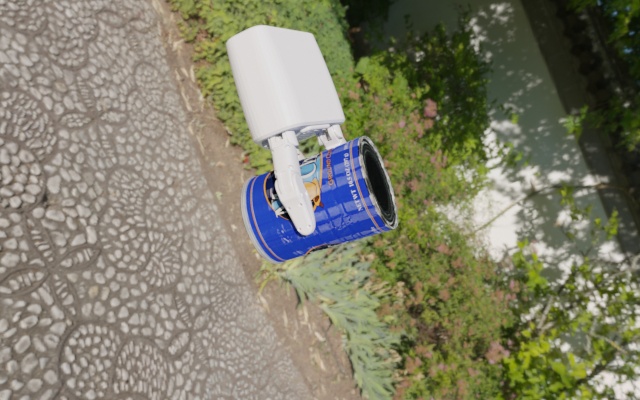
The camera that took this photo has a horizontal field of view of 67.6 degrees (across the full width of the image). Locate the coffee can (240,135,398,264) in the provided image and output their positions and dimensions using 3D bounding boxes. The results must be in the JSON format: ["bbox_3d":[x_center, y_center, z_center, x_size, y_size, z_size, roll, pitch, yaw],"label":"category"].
[{"bbox_3d":[0.000,0.002,0.518,0.140,0.103,0.103,-19,-7,20],"label":"coffee can"}]
